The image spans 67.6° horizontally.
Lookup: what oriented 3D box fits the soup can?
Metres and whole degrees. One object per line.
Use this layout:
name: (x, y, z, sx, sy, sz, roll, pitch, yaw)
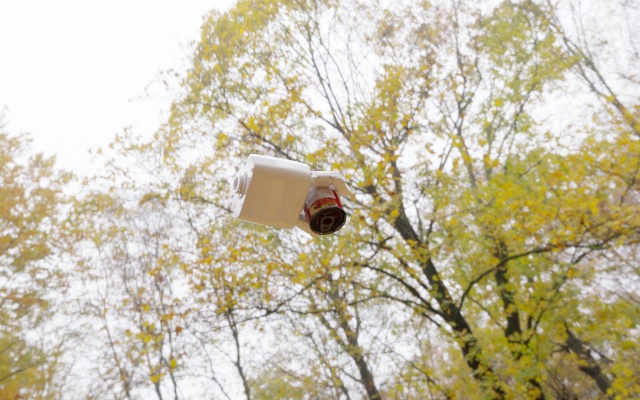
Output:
soup can: (0.001, 0.003, 0.858, 0.068, 0.068, 0.102, 0, 41, -21)
